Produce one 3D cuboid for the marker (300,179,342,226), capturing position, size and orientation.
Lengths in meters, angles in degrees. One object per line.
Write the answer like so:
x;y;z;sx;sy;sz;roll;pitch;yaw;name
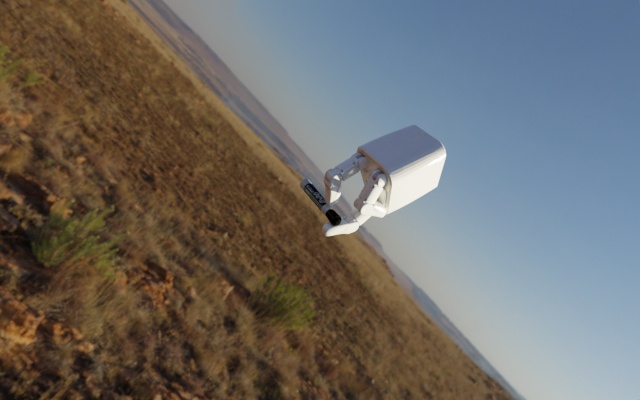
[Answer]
0.000;0.003;0.779;0.020;0.020;0.121;0;32;-33;marker
